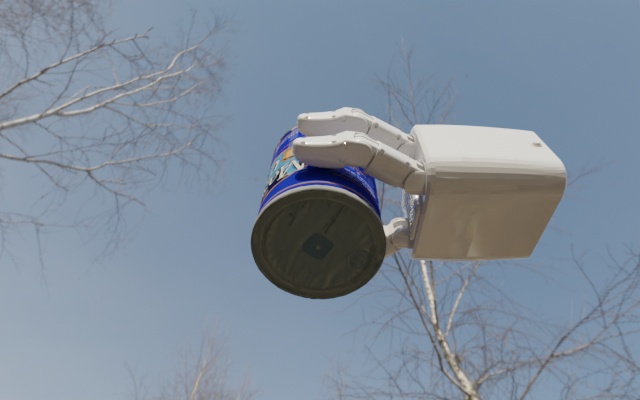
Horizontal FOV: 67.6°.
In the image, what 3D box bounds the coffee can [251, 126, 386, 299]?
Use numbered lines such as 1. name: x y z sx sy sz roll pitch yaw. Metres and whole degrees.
1. coffee can: 0.000 0.002 0.420 0.103 0.103 0.140 0 30 2
